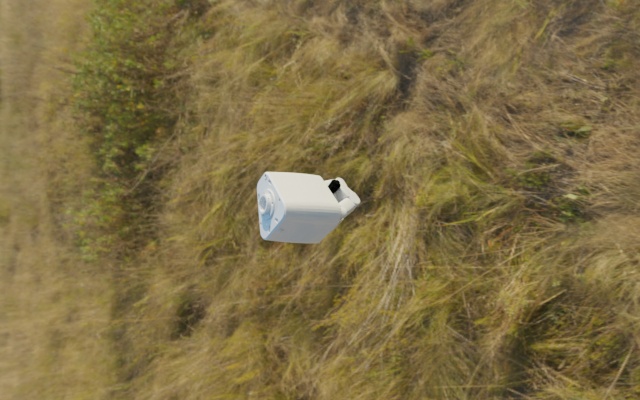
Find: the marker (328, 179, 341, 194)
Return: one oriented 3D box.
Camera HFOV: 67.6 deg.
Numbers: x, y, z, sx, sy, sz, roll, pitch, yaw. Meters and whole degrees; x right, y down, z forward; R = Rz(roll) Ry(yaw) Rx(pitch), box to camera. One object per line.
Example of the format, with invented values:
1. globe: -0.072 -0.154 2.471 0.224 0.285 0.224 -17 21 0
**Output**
1. marker: 0.000 0.003 0.850 0.020 0.020 0.121 0 -35 -36
